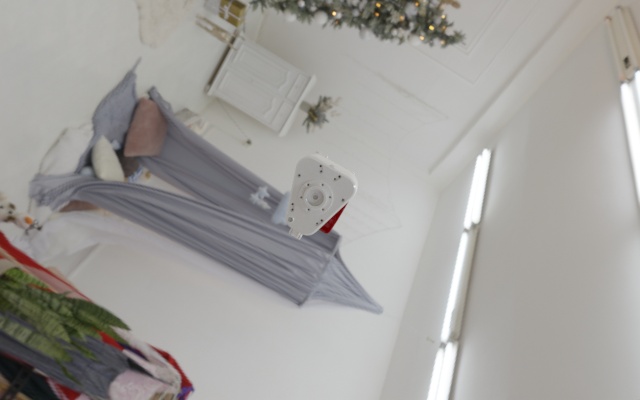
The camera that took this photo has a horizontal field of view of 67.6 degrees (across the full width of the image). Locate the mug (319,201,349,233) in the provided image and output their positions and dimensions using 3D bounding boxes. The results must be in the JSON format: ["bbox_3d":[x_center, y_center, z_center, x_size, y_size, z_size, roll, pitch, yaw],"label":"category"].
[{"bbox_3d":[0.000,0.003,0.844,0.081,0.093,0.117,31,9,0],"label":"mug"}]
